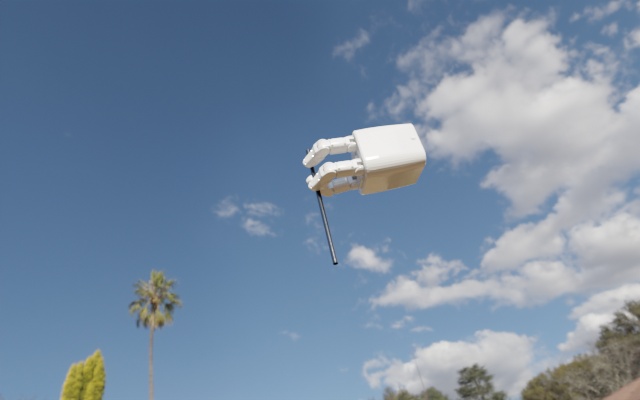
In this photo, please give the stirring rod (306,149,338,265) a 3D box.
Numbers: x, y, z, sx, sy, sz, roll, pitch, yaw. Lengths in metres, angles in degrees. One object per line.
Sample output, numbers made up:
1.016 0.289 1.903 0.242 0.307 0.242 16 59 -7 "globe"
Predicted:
0.000 0.003 0.796 0.011 0.239 0.011 -9 -37 -7 "stirring rod"
